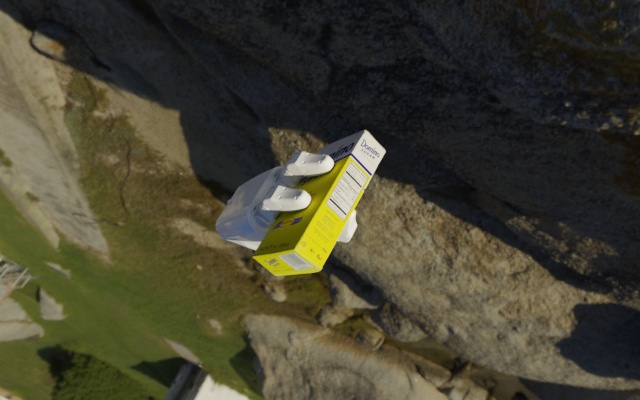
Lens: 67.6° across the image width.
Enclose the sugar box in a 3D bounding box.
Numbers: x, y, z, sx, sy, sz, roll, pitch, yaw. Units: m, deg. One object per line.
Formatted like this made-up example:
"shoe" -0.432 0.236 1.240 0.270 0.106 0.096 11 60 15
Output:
"sugar box" 0.000 0.002 0.551 0.048 0.176 0.093 41 -32 -23
